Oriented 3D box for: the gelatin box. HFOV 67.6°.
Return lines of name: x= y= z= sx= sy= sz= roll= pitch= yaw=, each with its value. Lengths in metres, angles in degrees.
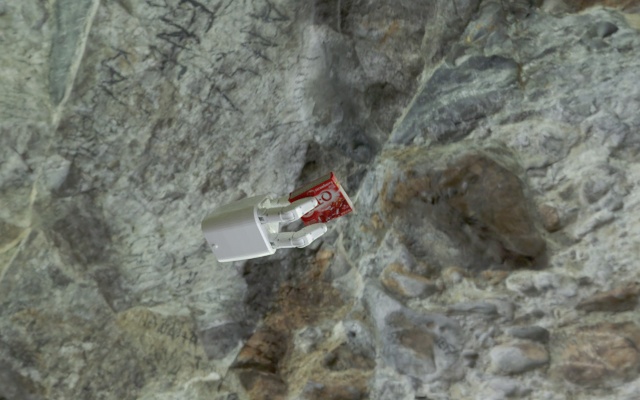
gelatin box: x=0.000 y=0.002 z=0.823 sx=0.089 sy=0.073 sz=0.030 roll=-26 pitch=25 yaw=16
